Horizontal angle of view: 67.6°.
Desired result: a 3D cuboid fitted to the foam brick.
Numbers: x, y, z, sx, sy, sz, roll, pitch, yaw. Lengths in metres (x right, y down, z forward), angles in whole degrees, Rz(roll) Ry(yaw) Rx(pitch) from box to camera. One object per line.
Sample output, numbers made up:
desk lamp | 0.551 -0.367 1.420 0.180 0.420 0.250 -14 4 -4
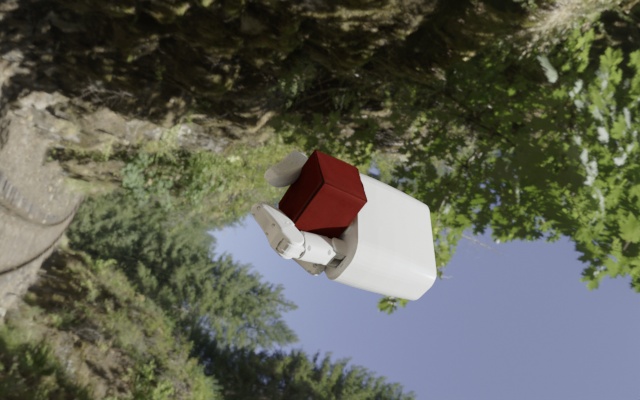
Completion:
foam brick | 0.000 0.001 0.458 0.051 0.078 0.053 20 35 -24
